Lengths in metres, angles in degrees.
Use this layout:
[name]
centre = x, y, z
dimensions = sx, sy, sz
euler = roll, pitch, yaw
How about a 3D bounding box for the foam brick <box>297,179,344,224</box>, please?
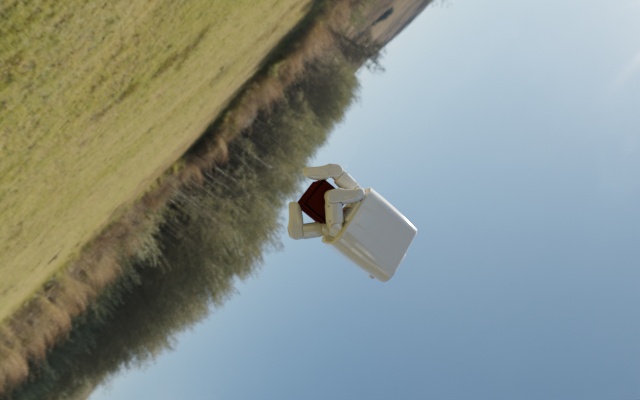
[foam brick]
centre = 0.000, 0.002, 0.765
dimensions = 0.051, 0.053, 0.078
euler = 39, -9, -9
